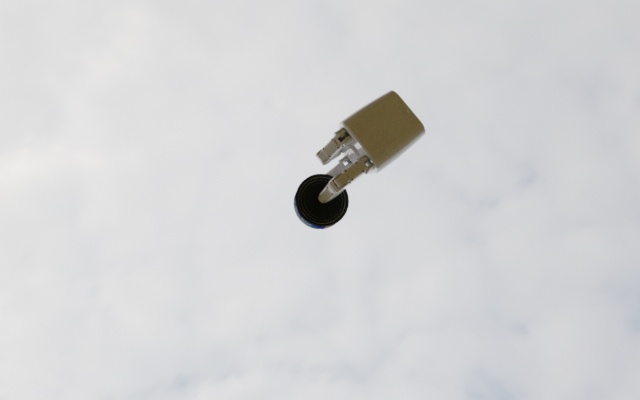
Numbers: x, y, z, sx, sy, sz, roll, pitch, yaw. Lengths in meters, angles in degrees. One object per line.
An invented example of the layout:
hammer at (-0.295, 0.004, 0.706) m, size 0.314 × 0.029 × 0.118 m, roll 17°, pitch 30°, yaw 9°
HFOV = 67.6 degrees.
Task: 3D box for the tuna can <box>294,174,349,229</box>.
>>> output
tuna can at (0.000, 0.003, 0.764) m, size 0.086 × 0.086 × 0.034 m, roll 0°, pitch -13°, yaw -11°
